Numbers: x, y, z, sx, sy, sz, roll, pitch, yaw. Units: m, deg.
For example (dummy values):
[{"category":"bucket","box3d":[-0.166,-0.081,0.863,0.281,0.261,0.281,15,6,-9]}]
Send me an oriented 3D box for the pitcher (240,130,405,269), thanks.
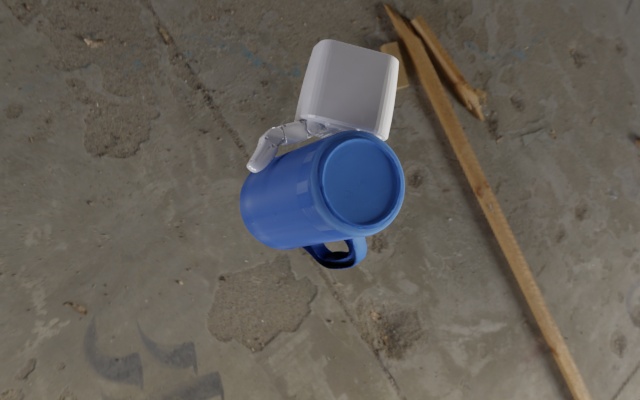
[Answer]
[{"category":"pitcher","box3d":[0.000,0.002,0.578,0.149,0.145,0.243,16,-11,-21]}]
